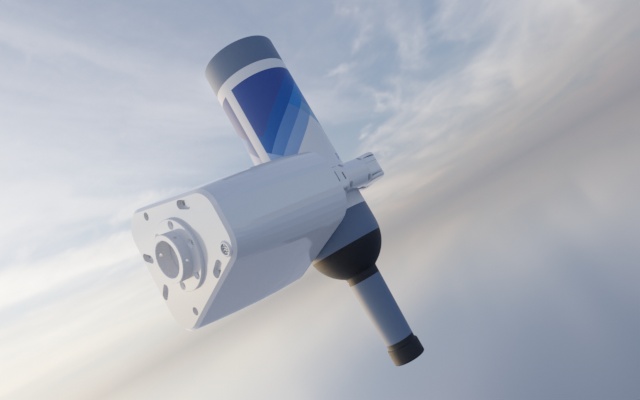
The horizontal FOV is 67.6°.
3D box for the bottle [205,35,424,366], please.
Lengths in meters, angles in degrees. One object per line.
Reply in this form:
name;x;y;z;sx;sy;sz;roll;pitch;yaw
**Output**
bottle;0.000;0.001;0.406;0.069;0.295;0.069;-29;-7;-4
